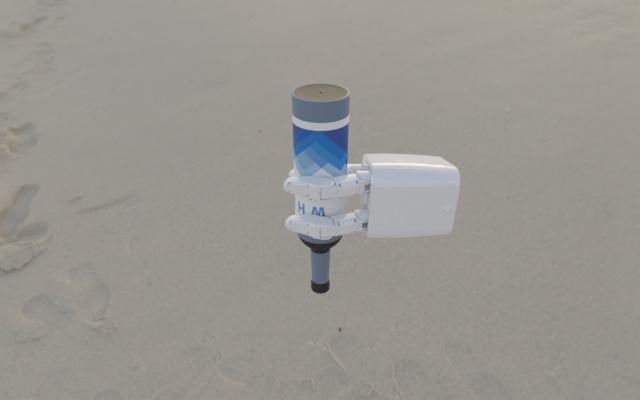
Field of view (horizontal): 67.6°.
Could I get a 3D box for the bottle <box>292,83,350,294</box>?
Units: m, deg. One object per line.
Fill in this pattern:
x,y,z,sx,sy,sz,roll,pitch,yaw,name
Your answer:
0.000,0.002,0.620,0.069,0.296,0.069,0,32,0,bottle
